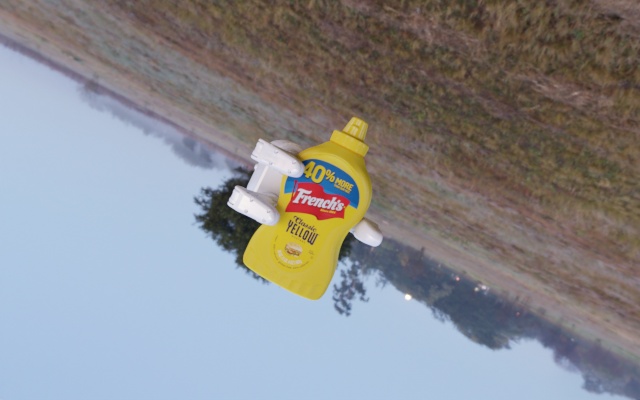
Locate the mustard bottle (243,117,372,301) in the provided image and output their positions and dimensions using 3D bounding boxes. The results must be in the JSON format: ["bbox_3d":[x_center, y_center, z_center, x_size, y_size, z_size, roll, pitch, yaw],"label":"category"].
[{"bbox_3d":[0.000,0.002,0.507,0.096,0.191,0.058,27,5,9],"label":"mustard bottle"}]
